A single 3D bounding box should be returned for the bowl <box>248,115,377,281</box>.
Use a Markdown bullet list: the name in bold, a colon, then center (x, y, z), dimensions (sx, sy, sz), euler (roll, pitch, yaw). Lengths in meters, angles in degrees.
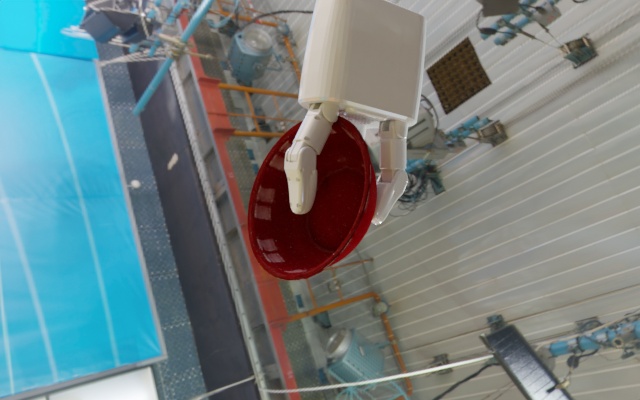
- **bowl**: center (0.000, 0.003, 0.464), dimensions (0.162, 0.162, 0.055), euler (0, -16, 45)
